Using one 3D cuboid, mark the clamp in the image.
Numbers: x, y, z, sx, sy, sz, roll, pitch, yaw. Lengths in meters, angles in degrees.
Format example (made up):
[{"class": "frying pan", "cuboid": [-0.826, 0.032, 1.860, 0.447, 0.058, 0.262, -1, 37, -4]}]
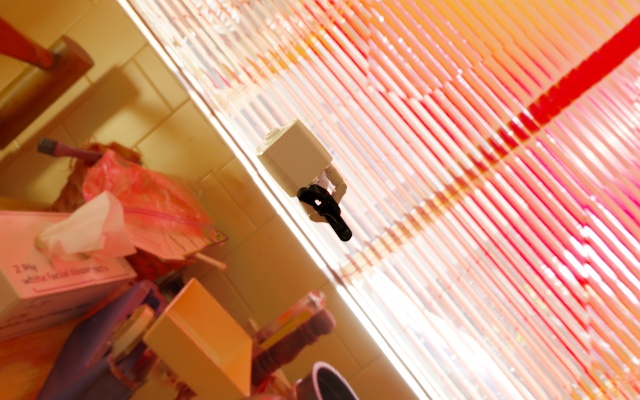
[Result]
[{"class": "clamp", "cuboid": [0.001, 0.002, 0.856, 0.039, 0.120, 0.171, -39, 19, 5]}]
